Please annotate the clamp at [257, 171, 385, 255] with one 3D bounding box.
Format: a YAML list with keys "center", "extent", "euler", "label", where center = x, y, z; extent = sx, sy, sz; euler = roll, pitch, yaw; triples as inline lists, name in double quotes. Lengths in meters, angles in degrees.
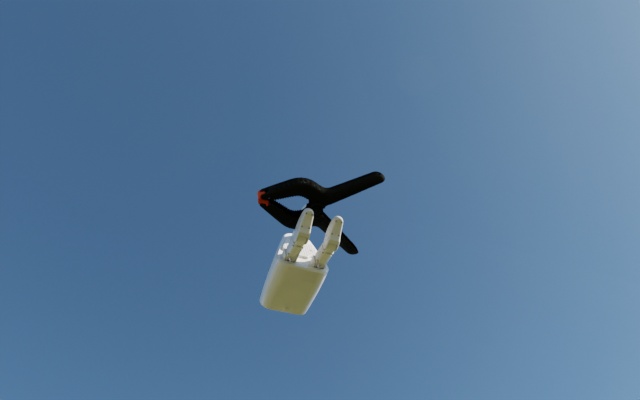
- center: [-0.001, 0.002, 0.812]
  extent: [0.210, 0.165, 0.036]
  euler: [16, 24, -18]
  label: "clamp"
